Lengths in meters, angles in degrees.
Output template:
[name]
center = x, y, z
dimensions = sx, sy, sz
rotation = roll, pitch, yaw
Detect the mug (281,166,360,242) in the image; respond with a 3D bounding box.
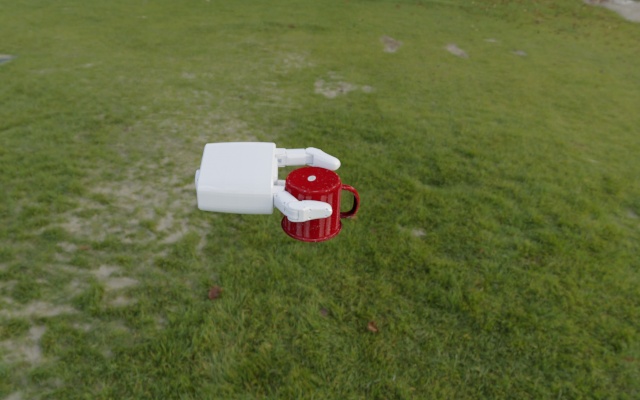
[mug]
center = 0.002, 0.002, 0.706
dimensions = 0.117, 0.081, 0.093
rotation = 0, 32, -5
